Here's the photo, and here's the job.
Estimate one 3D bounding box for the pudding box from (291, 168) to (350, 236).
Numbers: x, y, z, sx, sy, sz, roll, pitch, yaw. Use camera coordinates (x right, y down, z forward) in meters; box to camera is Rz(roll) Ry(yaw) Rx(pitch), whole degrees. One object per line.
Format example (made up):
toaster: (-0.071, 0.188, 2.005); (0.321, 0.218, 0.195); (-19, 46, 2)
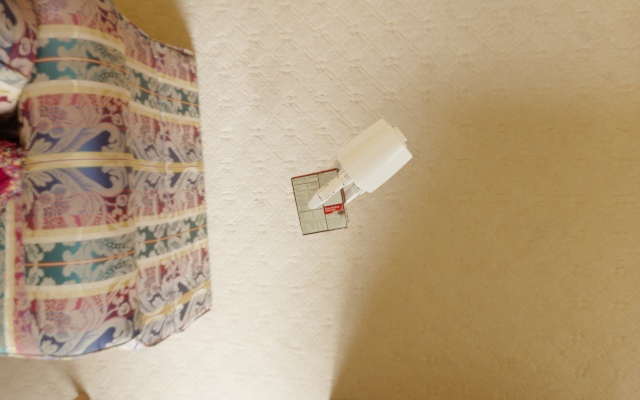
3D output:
pudding box: (0.000, 0.003, 0.886); (0.090, 0.113, 0.039); (-10, 2, 10)
